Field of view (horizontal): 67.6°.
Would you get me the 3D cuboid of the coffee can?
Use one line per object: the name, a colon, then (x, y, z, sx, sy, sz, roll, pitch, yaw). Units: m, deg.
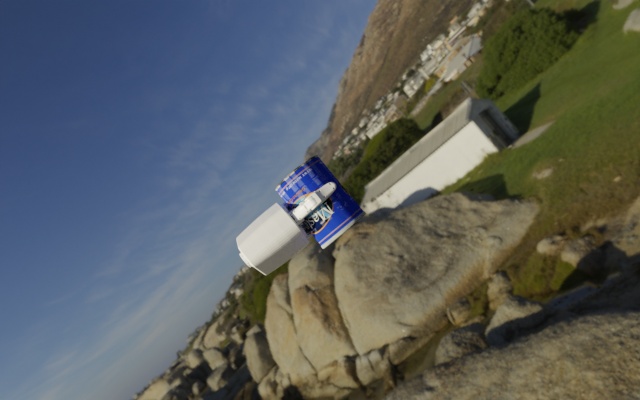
coffee can: (0.000, 0.003, 0.879, 0.103, 0.140, 0.103, -39, -4, -3)
